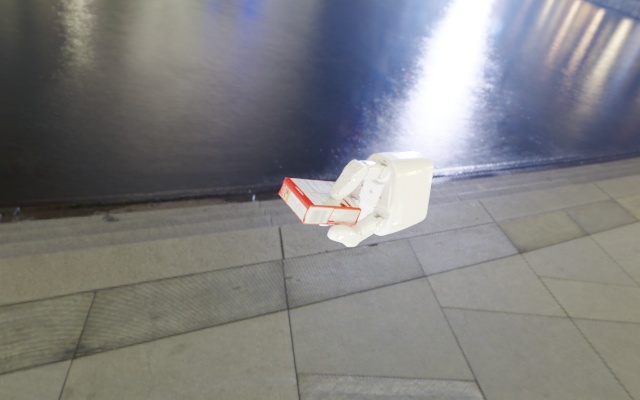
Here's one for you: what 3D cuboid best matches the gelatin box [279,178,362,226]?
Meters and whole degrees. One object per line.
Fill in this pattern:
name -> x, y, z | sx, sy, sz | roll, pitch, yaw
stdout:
gelatin box -> 0.000, 0.002, 0.640 | 0.089, 0.030, 0.073 | 4, 29, -37
